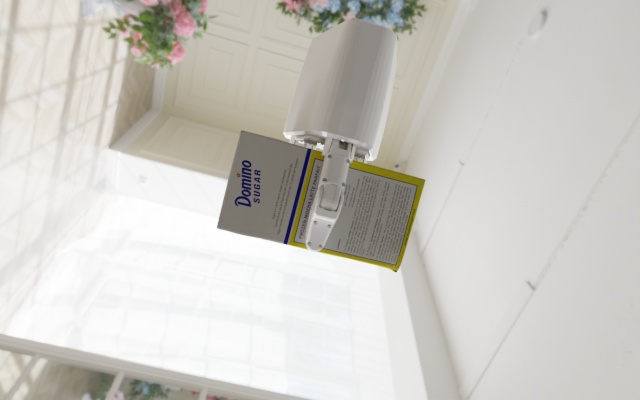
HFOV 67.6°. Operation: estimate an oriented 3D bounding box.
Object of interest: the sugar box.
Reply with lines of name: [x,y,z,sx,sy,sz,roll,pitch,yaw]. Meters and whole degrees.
sugar box: [0.000,0.001,0.451,0.176,0.093,0.048,15,2,-7]
